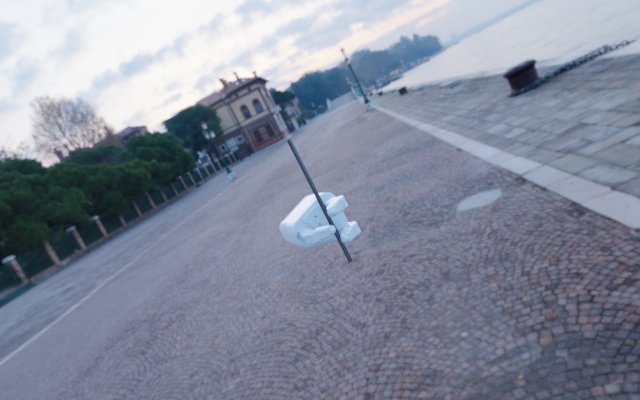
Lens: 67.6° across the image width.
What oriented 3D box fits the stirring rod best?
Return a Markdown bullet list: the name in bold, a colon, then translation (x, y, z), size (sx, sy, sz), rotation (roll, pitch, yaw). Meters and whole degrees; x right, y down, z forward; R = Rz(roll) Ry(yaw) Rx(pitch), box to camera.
- **stirring rod**: translation (0.000, 0.003, 0.830), size (0.011, 0.239, 0.011), rotation (-26, 10, 5)
